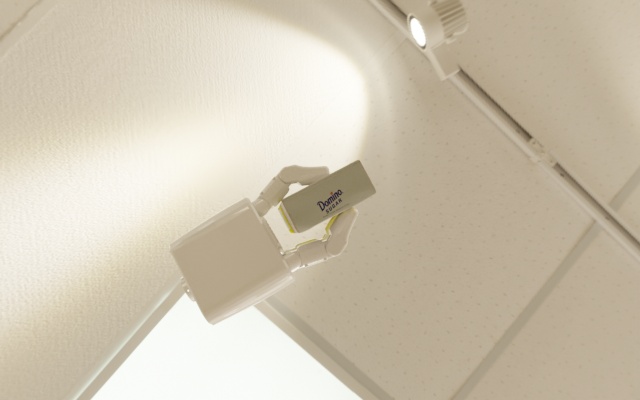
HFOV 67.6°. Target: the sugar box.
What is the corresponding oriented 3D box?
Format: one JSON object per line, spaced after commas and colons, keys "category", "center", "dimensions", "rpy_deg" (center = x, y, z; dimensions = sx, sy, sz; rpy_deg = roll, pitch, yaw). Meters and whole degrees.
{"category": "sugar box", "center": [0.000, 0.002, 0.563], "dimensions": [0.093, 0.048, 0.176], "rpy_deg": [-28, 2, -6]}
